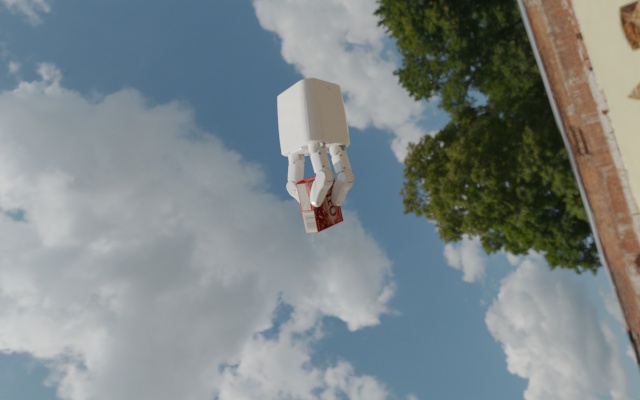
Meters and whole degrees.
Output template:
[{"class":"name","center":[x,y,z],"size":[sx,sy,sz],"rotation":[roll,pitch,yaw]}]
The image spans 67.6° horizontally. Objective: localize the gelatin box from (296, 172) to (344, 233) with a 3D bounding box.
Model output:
[{"class":"gelatin box","center":[0.000,0.003,0.804],"size":[0.030,0.089,0.073],"rotation":[-5,11,39]}]
